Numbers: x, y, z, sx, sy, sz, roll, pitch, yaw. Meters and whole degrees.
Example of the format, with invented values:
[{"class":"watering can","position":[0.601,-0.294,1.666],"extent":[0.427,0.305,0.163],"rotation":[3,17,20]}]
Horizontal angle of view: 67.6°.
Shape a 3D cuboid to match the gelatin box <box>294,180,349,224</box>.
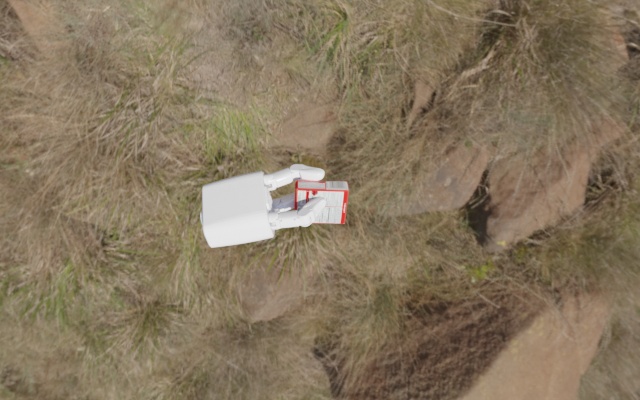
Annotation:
[{"class":"gelatin box","position":[0.000,0.003,0.808],"extent":[0.089,0.073,0.030],"rotation":[2,37,-3]}]
